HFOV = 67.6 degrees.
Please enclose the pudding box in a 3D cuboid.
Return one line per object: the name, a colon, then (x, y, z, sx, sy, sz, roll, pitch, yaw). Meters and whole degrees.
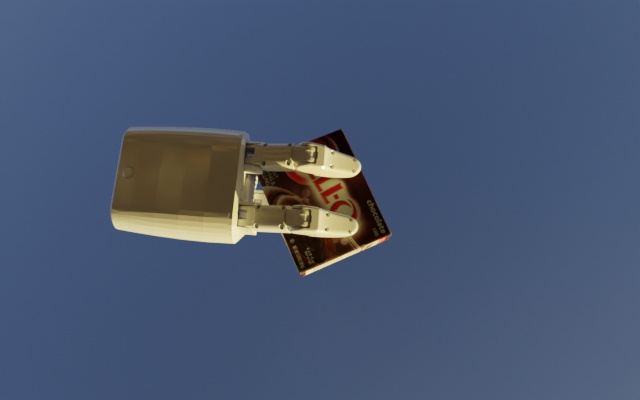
pudding box: (0.000, 0.002, 0.443, 0.090, 0.113, 0.039, -23, -10, -8)
